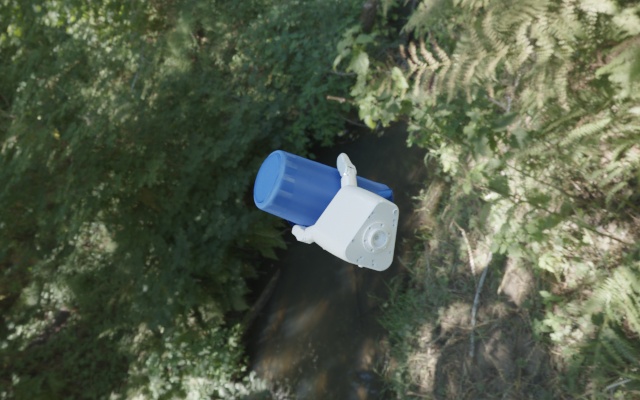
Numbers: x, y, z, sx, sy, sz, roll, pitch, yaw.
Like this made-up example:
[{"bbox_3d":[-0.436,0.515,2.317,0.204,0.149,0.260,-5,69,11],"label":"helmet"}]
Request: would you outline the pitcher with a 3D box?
[{"bbox_3d":[0.000,0.003,0.884,0.243,0.149,0.145,20,6,-29],"label":"pitcher"}]
